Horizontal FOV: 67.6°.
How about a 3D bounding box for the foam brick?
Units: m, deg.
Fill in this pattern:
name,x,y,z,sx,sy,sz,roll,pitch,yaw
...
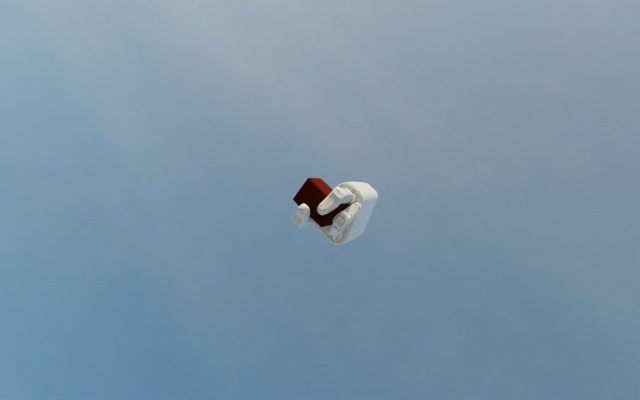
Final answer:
name,x,y,z,sx,sy,sz,roll,pitch,yaw
foam brick,0.000,0.003,0.864,0.078,0.053,0.051,44,20,15
